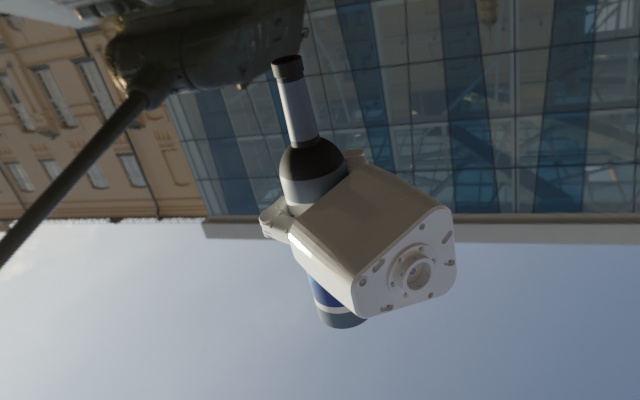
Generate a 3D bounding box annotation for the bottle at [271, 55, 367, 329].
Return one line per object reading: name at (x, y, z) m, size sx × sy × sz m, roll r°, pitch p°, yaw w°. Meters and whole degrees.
bottle at (0.000, 0.002, 0.488) m, size 0.069 × 0.296 × 0.069 m, roll -10°, pitch 29°, yaw 6°
